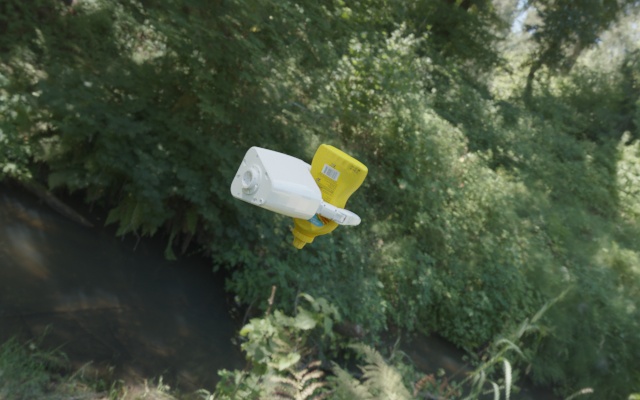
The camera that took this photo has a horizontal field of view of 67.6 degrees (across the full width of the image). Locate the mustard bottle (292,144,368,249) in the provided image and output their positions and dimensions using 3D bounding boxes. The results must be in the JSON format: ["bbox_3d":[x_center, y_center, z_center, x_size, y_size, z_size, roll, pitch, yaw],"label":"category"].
[{"bbox_3d":[0.000,0.003,0.860,0.096,0.192,0.058,33,14,19],"label":"mustard bottle"}]
